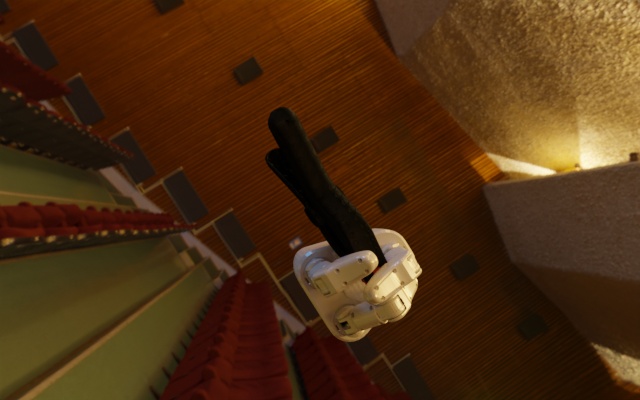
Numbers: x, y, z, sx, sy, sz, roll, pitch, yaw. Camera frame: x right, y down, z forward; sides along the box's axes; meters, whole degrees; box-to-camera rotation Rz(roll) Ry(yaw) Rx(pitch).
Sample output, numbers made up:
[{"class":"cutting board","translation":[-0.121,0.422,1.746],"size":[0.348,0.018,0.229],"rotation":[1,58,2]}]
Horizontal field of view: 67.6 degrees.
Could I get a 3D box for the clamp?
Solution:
[{"class":"clamp","translation":[0.001,0.001,0.440],"size":[0.039,0.171,0.120],"rotation":[-32,3,-8]}]
